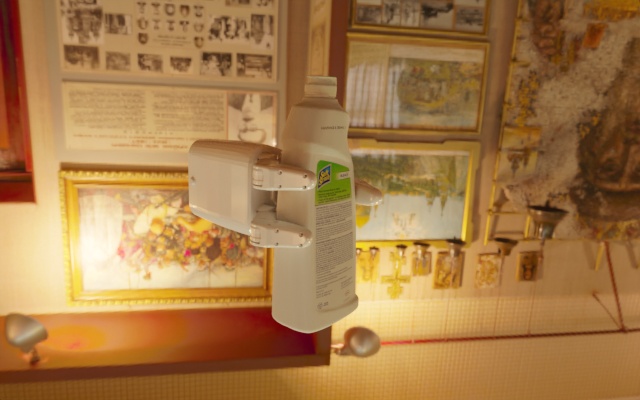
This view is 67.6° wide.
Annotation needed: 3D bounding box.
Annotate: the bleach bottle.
[{"bbox_3d":[0.000,0.002,0.493,0.068,0.251,0.102,13,16,36],"label":"bleach bottle"}]
